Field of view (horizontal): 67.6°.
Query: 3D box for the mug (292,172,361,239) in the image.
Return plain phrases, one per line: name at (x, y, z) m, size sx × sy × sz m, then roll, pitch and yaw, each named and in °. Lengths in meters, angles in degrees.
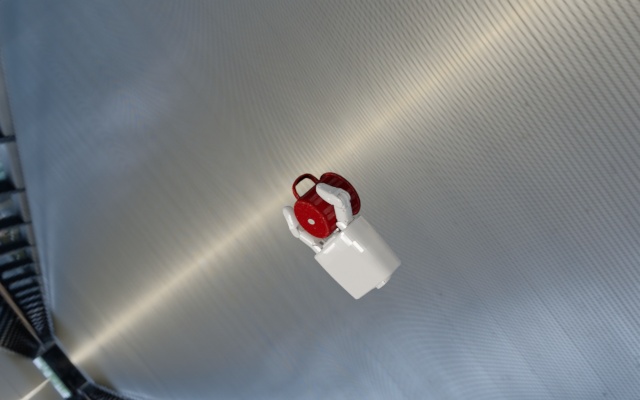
mug at (-0.001, 0.002, 0.821) m, size 0.081 × 0.117 × 0.093 m, roll -42°, pitch -5°, yaw -32°
